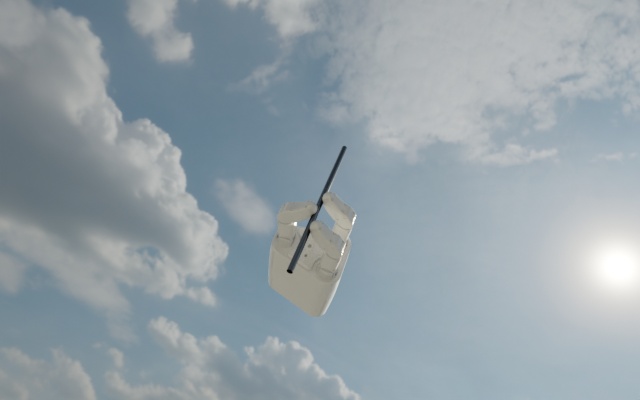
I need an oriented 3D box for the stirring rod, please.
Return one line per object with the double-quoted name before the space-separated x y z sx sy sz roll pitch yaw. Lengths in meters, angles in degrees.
"stirring rod" 0.000 0.002 0.642 0.011 0.011 0.239 0 43 24
